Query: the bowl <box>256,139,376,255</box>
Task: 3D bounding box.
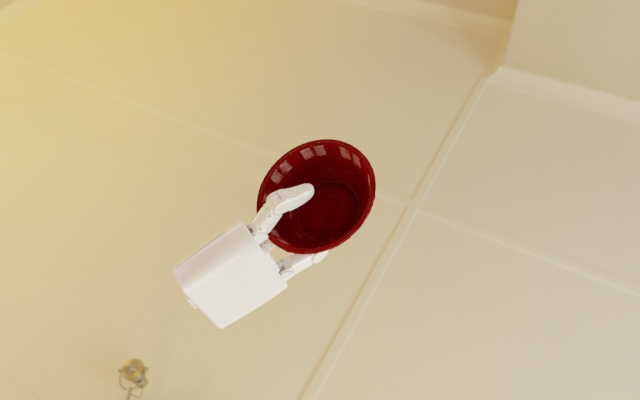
[{"bbox_3d":[0.001,0.002,0.624,0.162,0.162,0.055,0,-25,23],"label":"bowl"}]
